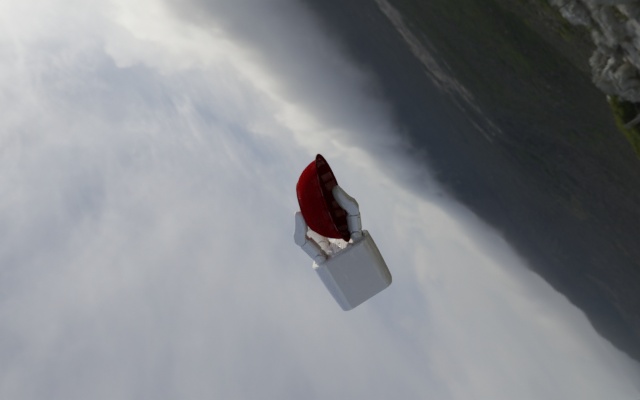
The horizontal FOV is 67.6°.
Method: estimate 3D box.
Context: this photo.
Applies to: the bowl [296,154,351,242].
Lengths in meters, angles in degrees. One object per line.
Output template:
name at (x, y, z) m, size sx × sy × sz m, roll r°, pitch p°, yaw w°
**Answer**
bowl at (-0.001, 0.002, 0.832) m, size 0.055 × 0.162 × 0.162 m, roll -18°, pitch -4°, yaw 13°
